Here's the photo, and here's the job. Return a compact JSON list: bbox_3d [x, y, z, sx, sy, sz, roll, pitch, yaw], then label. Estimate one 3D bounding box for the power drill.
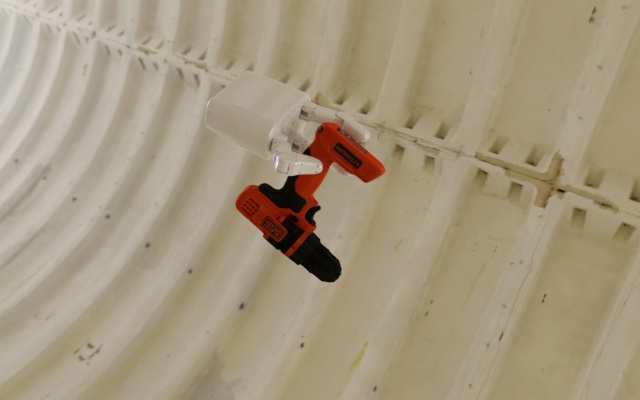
[{"bbox_3d":[0.000,0.002,0.658,0.184,0.188,0.057,41,15,-4],"label":"power drill"}]
